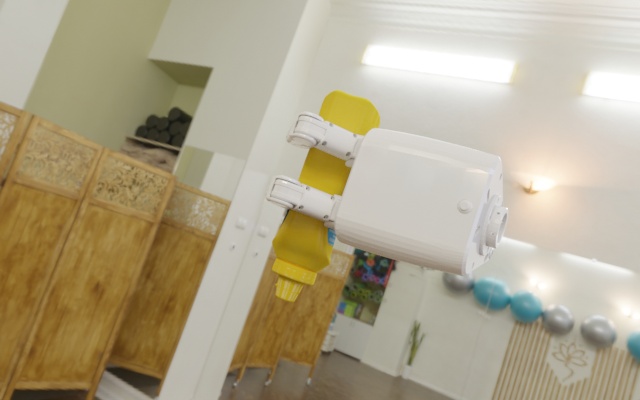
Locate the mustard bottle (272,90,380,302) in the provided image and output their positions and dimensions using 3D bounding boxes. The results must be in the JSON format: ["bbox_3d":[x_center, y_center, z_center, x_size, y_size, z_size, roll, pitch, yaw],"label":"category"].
[{"bbox_3d":[0.000,0.001,0.448,0.058,0.191,0.096,19,-6,5],"label":"mustard bottle"}]
